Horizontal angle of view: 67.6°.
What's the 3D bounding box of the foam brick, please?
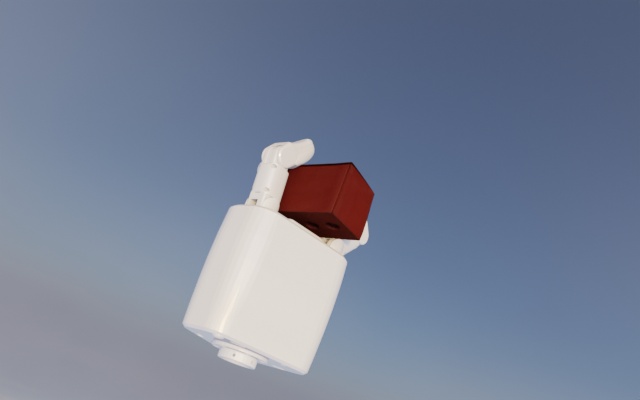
[{"bbox_3d":[0.000,0.001,0.433,0.078,0.051,0.053,0,-31,36],"label":"foam brick"}]
